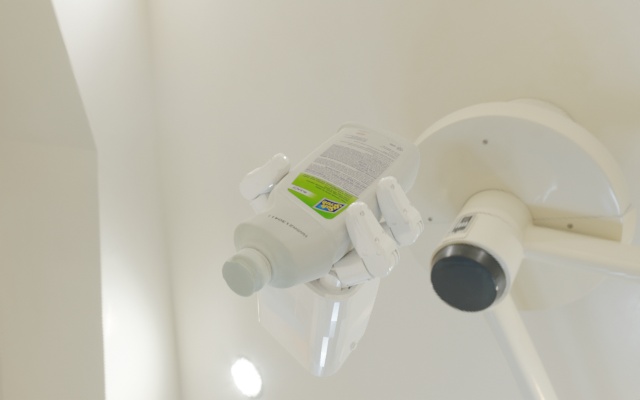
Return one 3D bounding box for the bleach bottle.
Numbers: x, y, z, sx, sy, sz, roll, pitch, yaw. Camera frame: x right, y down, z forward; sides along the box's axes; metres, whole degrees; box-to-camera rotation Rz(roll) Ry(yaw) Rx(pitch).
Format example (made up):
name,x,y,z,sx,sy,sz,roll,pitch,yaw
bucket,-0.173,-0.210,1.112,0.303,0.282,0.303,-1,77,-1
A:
name,x,y,z,sx,sy,sz,roll,pitch,yaw
bleach bottle,0.000,0.001,0.425,0.102,0.068,0.250,22,34,23
